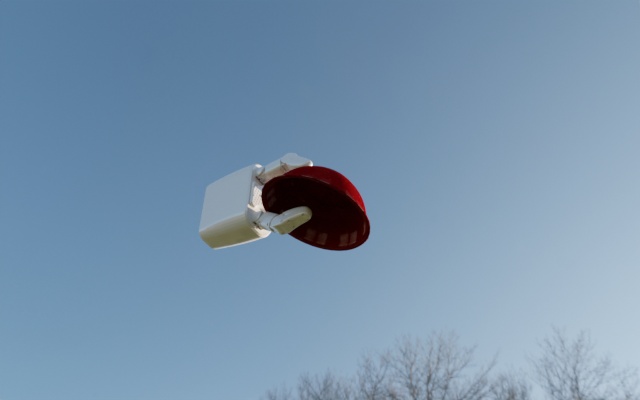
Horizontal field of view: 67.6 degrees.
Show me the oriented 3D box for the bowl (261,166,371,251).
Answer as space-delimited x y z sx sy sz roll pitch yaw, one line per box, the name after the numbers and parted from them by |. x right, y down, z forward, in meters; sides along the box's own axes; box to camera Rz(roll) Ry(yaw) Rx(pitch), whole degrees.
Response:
0.001 0.002 0.675 0.162 0.055 0.162 17 -36 12 | bowl
